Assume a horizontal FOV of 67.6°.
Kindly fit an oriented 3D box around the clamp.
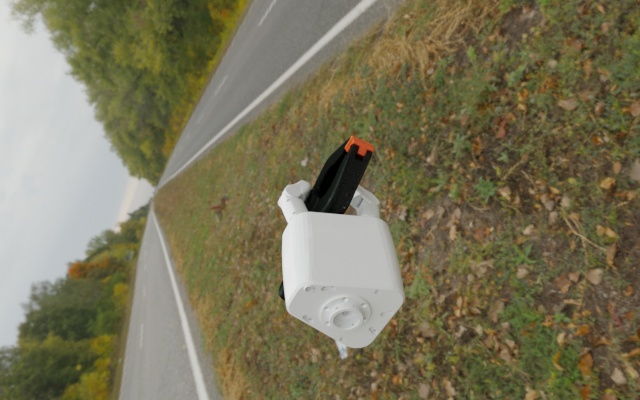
[{"bbox_3d":[0.000,0.001,0.595,0.036,0.210,0.164,21,31,-17],"label":"clamp"}]
